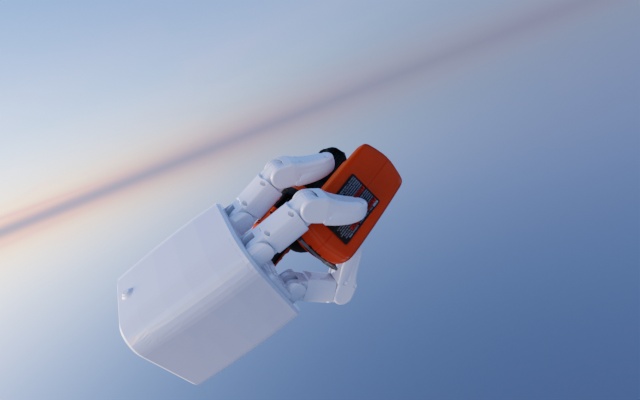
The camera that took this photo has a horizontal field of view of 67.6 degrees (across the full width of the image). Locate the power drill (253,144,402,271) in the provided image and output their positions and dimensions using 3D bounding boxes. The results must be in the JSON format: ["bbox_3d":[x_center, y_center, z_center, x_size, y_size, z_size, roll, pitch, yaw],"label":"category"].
[{"bbox_3d":[0.000,0.002,0.482,0.057,0.184,0.188,41,-21,-13],"label":"power drill"}]
